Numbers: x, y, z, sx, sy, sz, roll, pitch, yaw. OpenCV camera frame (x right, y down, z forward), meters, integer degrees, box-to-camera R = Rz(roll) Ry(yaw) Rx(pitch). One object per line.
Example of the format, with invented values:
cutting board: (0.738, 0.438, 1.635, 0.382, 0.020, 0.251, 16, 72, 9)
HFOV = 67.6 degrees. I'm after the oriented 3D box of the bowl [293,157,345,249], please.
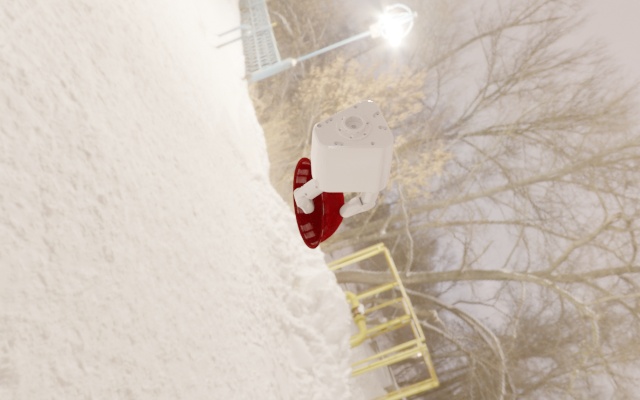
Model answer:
bowl: (0.000, 0.003, 0.843, 0.055, 0.162, 0.162, -6, 2, -20)
